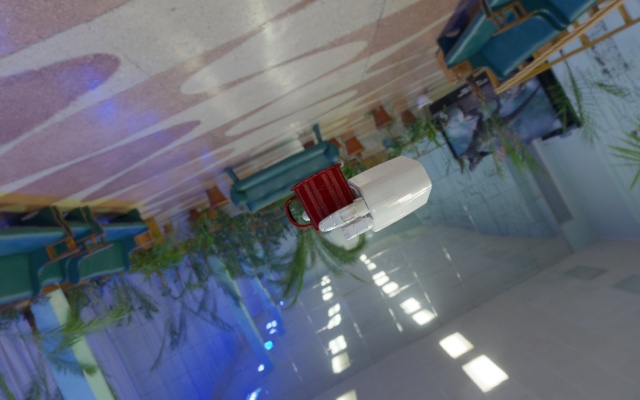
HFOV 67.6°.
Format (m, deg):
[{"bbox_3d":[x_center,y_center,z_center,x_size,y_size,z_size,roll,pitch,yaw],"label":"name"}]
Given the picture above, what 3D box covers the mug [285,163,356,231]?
[{"bbox_3d":[-0.001,0.003,0.767,0.117,0.081,0.093,-27,-2,-2],"label":"mug"}]
